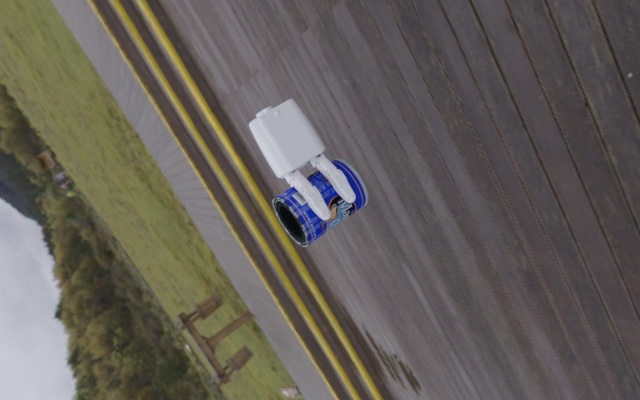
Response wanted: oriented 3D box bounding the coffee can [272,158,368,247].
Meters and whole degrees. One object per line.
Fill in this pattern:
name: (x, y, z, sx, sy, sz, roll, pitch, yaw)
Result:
coffee can: (0.000, 0.003, 0.855, 0.140, 0.103, 0.103, -34, 13, -21)
